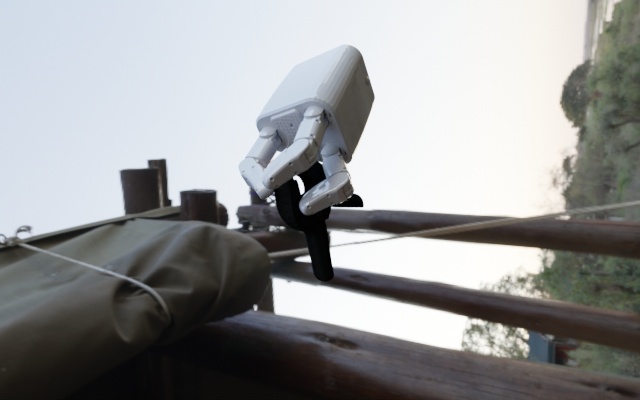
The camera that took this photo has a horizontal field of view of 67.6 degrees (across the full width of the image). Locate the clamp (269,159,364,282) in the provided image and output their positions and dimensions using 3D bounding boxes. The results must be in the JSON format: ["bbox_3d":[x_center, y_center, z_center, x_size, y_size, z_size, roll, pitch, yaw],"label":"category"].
[{"bbox_3d":[-0.001,0.002,0.550,0.039,0.120,0.172,5,-39,29],"label":"clamp"}]
